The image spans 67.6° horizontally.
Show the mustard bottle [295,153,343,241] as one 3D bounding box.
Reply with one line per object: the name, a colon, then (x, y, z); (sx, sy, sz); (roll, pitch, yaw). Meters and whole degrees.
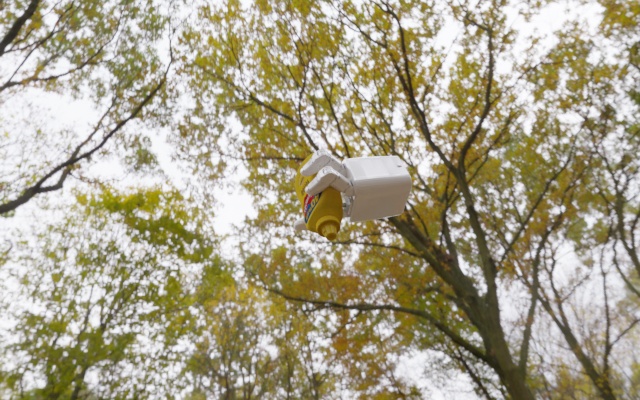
mustard bottle: (0.000, 0.003, 0.857); (0.058, 0.096, 0.191); (15, 32, -24)
